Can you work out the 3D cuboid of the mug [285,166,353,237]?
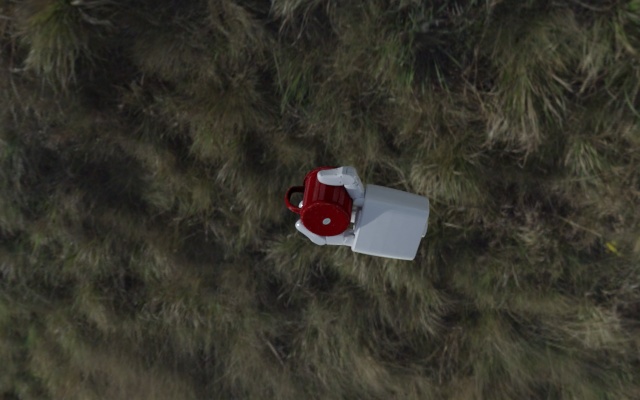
[{"bbox_3d":[-0.001,0.002,0.781,0.117,0.093,0.081,10,44,0],"label":"mug"}]
